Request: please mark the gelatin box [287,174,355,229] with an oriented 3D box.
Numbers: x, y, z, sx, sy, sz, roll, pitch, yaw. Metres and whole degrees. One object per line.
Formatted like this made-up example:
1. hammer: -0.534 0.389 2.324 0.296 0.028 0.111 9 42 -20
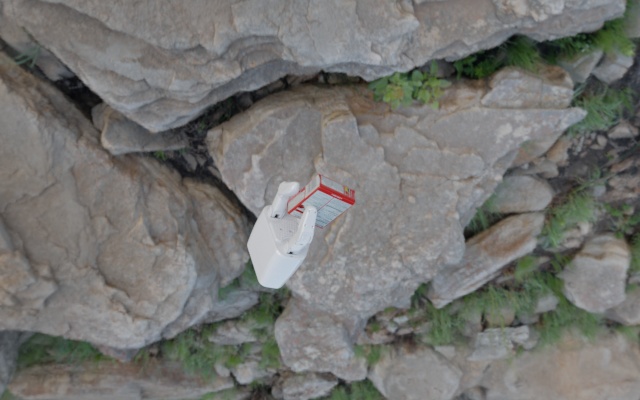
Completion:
1. gelatin box: 0.000 0.003 0.766 0.073 0.030 0.089 24 -44 -30
